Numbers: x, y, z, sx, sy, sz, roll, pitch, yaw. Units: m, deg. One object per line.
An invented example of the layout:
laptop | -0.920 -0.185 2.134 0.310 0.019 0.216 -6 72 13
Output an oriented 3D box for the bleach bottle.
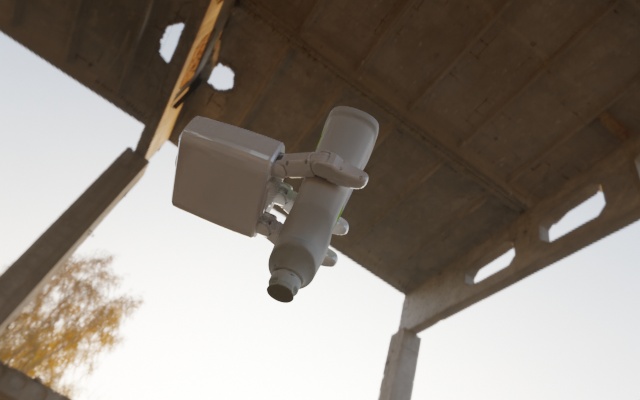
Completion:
bleach bottle | 0.000 0.002 0.536 0.068 0.103 0.250 21 45 4
